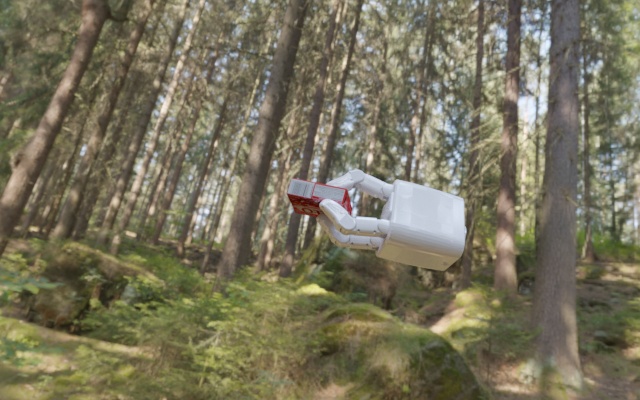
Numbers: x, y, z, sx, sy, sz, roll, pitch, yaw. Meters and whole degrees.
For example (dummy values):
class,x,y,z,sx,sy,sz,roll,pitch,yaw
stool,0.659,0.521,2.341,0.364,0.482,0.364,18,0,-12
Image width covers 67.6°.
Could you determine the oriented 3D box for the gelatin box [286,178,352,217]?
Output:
class,x,y,z,sx,sy,sz,roll,pitch,yaw
gelatin box,0.000,0.002,0.714,0.089,0.030,0.073,12,-21,13
